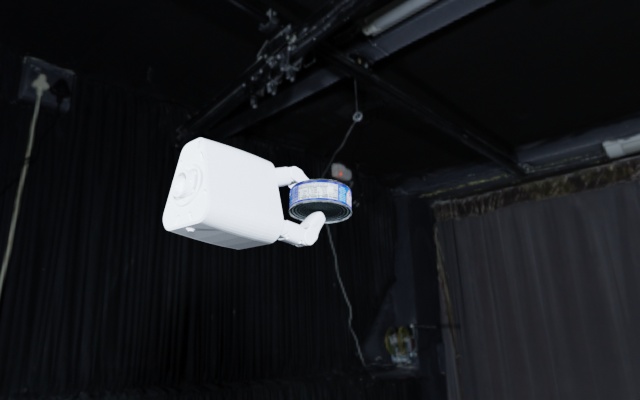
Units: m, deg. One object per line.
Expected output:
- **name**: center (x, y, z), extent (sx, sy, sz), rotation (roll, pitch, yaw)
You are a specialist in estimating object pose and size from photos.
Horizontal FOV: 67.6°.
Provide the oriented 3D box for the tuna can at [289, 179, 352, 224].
- **tuna can**: center (0.000, 0.002, 0.650), extent (0.086, 0.033, 0.086), rotation (1, -22, 0)
